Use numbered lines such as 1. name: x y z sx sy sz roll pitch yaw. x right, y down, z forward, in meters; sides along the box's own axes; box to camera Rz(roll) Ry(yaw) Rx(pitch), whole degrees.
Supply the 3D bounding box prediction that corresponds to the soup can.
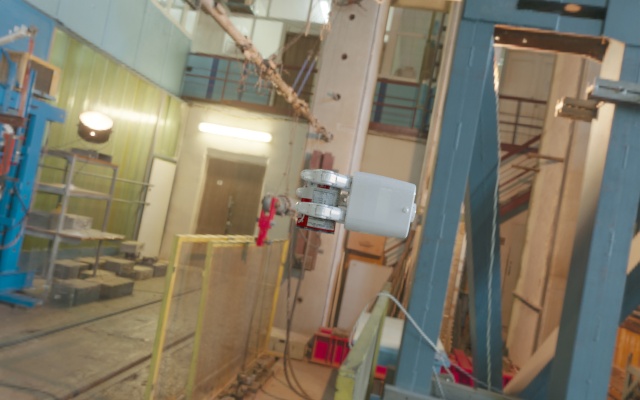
1. soup can: 0.000 0.002 0.820 0.068 0.102 0.068 11 -2 0
